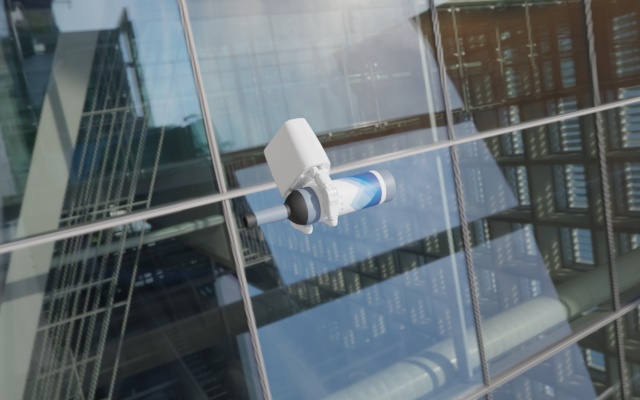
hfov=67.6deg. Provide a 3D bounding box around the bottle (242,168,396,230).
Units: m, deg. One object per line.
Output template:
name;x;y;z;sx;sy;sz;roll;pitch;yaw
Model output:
bottle;0.000;0.003;0.868;0.295;0.069;0.069;-15;7;-27
